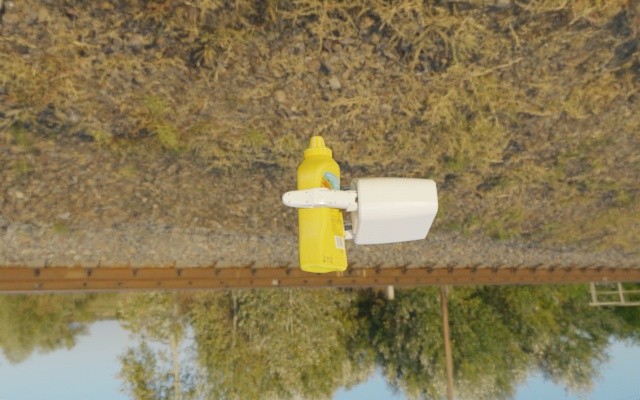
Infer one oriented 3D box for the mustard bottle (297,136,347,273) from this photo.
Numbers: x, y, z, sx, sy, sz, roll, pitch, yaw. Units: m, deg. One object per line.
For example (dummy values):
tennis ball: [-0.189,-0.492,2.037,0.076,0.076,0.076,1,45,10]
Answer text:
mustard bottle: [0.000,0.002,0.671,0.058,0.191,0.096,-8,-14,22]
